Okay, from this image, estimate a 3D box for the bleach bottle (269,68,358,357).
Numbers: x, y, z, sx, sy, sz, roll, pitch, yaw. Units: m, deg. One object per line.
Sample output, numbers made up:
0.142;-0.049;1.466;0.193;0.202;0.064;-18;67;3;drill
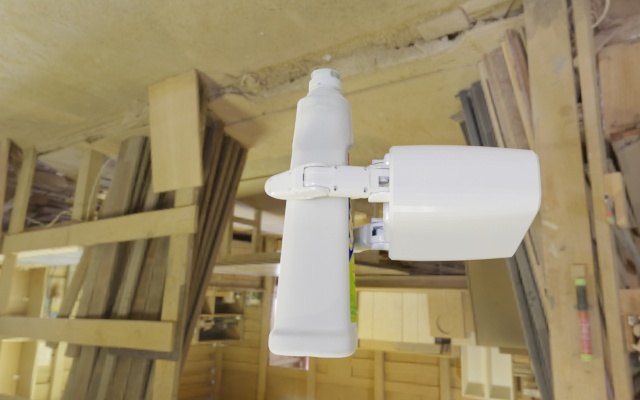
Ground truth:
0.000;0.001;0.417;0.068;0.250;0.102;0;-13;6;bleach bottle
